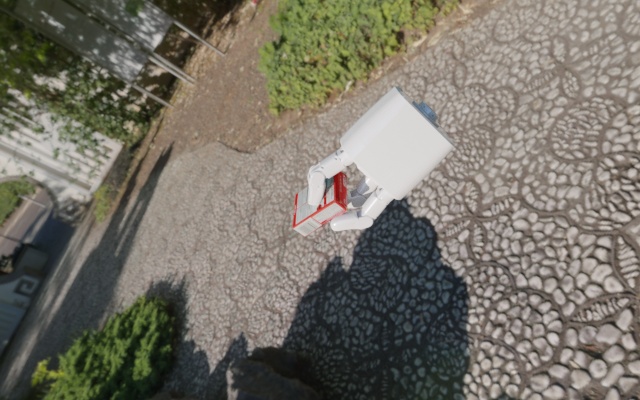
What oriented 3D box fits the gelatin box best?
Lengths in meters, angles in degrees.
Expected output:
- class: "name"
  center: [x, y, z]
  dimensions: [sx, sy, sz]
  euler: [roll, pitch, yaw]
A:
- class: "gelatin box"
  center: [0.000, 0.002, 0.711]
  dimensions: [0.089, 0.073, 0.030]
  euler: [-34, -55, 29]
